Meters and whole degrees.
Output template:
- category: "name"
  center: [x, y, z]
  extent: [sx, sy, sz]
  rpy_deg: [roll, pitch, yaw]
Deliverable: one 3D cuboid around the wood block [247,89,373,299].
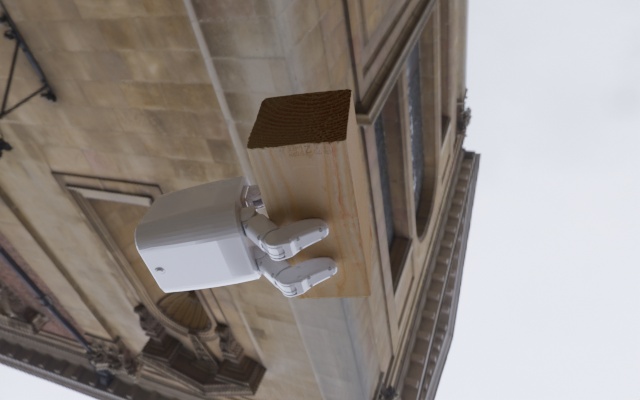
- category: "wood block"
  center: [0.000, 0.002, 0.496]
  extent: [0.090, 0.206, 0.090]
  rpy_deg: [-4, 41, 10]
